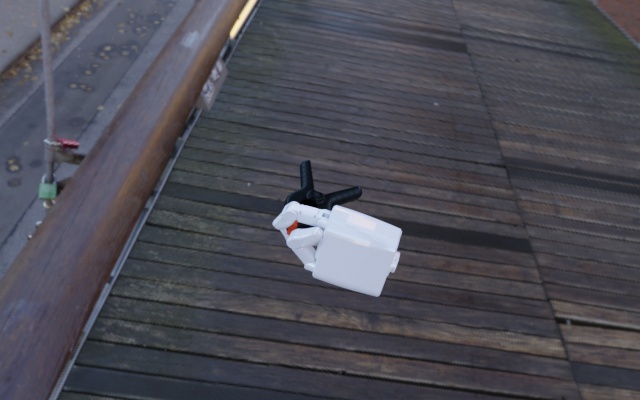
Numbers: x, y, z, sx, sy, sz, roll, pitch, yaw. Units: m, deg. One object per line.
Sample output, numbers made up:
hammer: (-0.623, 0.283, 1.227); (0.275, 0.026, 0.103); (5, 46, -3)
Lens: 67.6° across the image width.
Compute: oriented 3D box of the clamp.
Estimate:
clamp: (0.000, 0.002, 0.798); (0.120, 0.039, 0.171); (18, 45, 6)
